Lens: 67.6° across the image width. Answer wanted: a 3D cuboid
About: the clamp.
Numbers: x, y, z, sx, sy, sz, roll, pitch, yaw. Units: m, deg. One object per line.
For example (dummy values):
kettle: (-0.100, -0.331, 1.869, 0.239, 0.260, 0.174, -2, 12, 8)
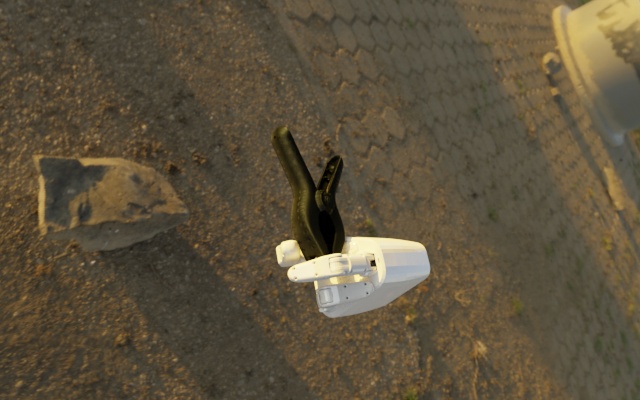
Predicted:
clamp: (0.000, 0.002, 0.561, 0.039, 0.171, 0.120, -23, -19, 39)
